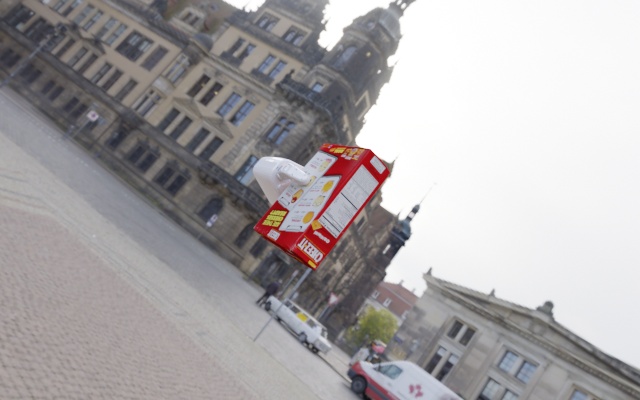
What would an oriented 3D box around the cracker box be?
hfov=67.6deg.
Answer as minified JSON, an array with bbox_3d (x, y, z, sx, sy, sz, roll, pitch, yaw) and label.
[{"bbox_3d":[0.000,0.002,0.837,0.072,0.213,0.164,44,-12,-27],"label":"cracker box"}]
